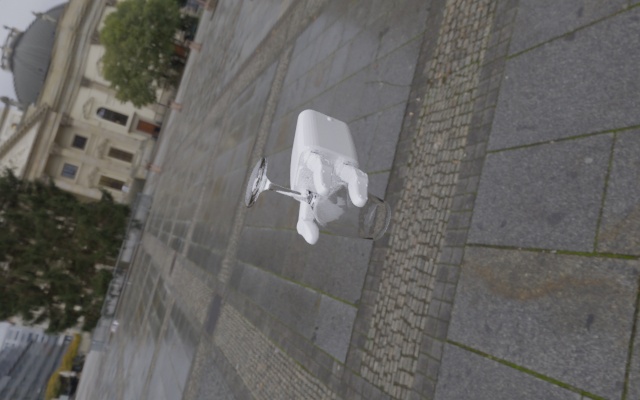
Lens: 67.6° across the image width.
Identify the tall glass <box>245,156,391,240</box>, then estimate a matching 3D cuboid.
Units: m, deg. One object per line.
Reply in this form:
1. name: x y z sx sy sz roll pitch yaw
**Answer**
1. tall glass: -0.001 0.002 0.683 0.201 0.079 0.079 18 -7 -21
